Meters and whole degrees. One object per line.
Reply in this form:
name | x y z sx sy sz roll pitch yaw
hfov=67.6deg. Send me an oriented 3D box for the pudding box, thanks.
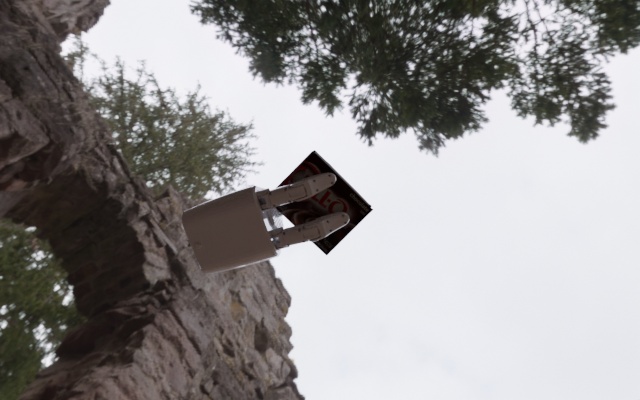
pudding box | 0.000 0.002 0.642 0.113 0.090 0.039 43 11 -8
